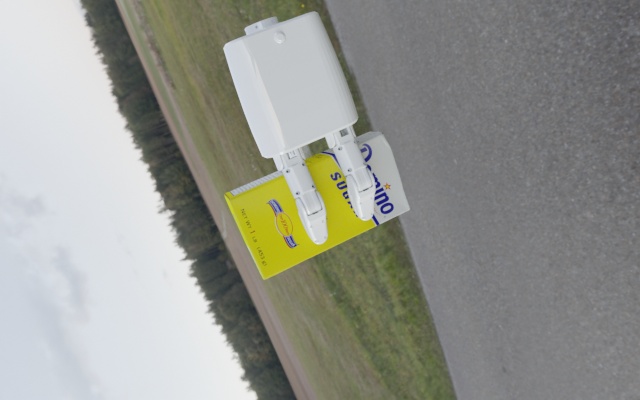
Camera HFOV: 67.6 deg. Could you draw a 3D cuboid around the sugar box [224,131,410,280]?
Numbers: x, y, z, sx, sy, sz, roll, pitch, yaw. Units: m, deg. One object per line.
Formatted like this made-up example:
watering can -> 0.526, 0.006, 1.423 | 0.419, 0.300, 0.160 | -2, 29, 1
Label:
sugar box -> 0.000, 0.002, 0.501 | 0.176, 0.093, 0.048 | -25, 16, -11
